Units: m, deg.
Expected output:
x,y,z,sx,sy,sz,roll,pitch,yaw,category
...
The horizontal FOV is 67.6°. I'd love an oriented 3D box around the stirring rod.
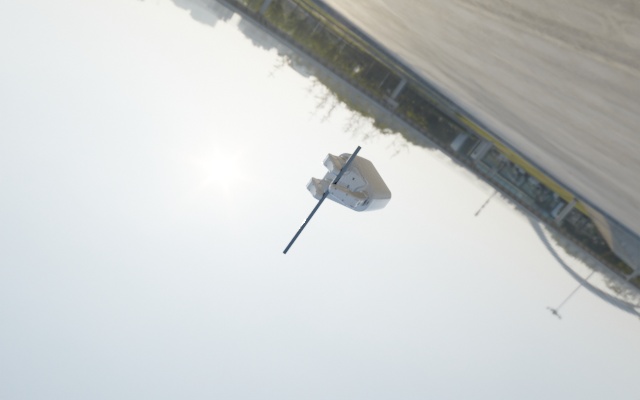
x,y,z,sx,sy,sz,roll,pitch,yaw,category
0.000,0.003,0.840,0.011,0.239,0.011,32,17,-11,stirring rod
